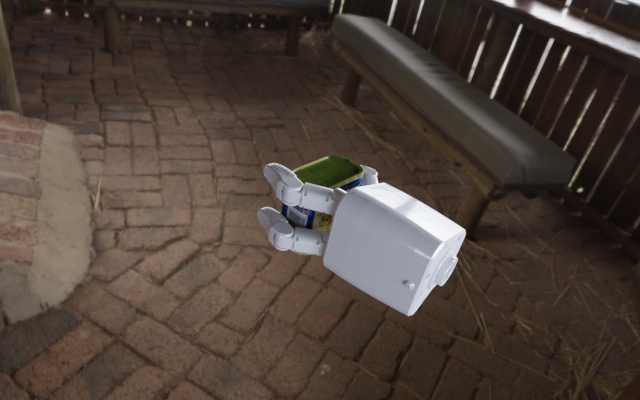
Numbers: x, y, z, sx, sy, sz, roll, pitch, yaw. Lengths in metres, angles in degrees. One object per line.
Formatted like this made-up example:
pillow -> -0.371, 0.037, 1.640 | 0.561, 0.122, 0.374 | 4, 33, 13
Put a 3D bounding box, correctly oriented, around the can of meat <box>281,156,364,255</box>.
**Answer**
can of meat -> 0.000, 0.001, 0.553 | 0.057, 0.084, 0.102 | 33, 38, 27
